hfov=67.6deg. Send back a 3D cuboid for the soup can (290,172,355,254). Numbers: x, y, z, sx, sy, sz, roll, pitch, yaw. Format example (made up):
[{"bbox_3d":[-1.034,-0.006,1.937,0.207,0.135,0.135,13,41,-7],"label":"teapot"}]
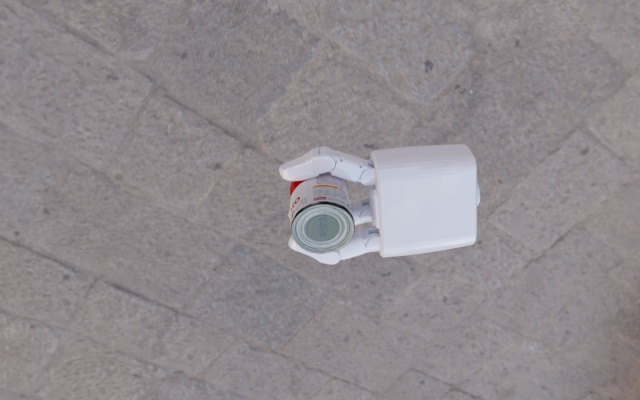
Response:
[{"bbox_3d":[0.000,0.002,0.524,0.068,0.068,0.102,0,35,-4],"label":"soup can"}]
